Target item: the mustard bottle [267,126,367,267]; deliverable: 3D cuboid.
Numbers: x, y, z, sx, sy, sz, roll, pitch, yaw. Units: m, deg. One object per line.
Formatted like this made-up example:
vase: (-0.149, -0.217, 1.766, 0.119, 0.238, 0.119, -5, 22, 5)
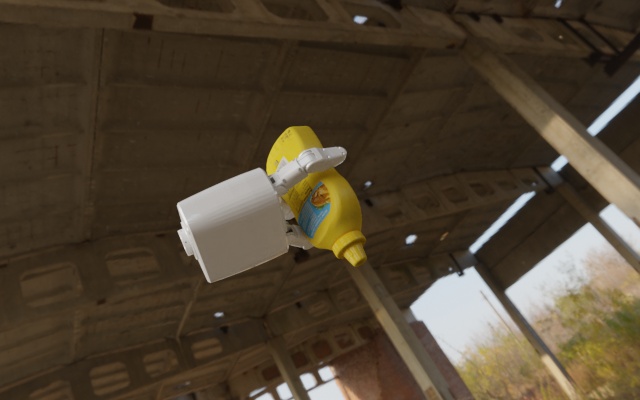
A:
mustard bottle: (0.000, 0.002, 0.602, 0.058, 0.191, 0.096, -9, -36, -38)
